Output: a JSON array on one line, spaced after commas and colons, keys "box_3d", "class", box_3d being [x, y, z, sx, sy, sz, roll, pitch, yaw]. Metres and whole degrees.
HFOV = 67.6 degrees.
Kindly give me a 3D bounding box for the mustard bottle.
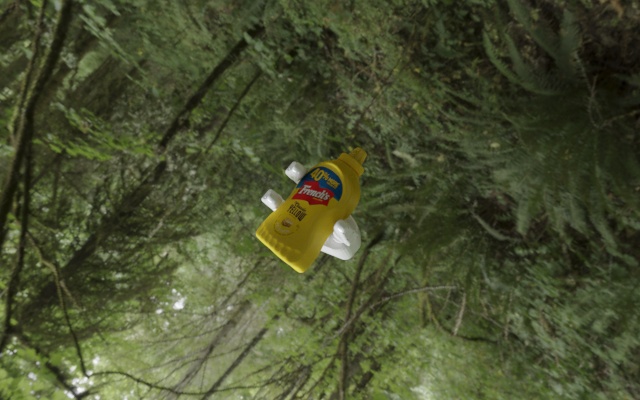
[{"box_3d": [0.000, 0.002, 0.677, 0.096, 0.191, 0.058, 34, -8, 42], "class": "mustard bottle"}]
